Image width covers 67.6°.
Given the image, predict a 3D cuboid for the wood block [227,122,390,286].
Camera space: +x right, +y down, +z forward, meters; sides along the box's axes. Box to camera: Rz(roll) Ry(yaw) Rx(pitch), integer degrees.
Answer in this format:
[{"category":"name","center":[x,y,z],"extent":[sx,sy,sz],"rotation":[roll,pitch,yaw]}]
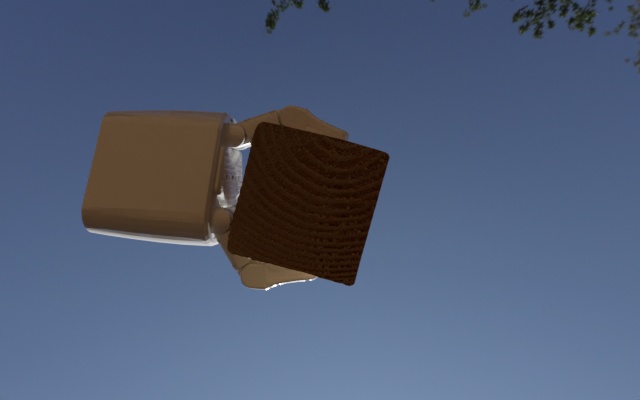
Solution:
[{"category":"wood block","center":[0.000,0.001,0.407],"extent":[0.090,0.091,0.206],"rotation":[15,2,5]}]
